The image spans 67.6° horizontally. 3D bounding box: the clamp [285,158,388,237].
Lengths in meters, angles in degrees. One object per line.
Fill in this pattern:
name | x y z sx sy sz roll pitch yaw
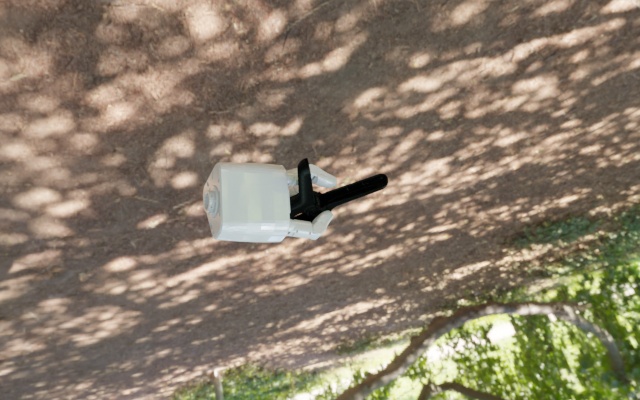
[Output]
clamp | 0.000 0.004 0.785 0.164 0.036 0.210 5 -32 -28
